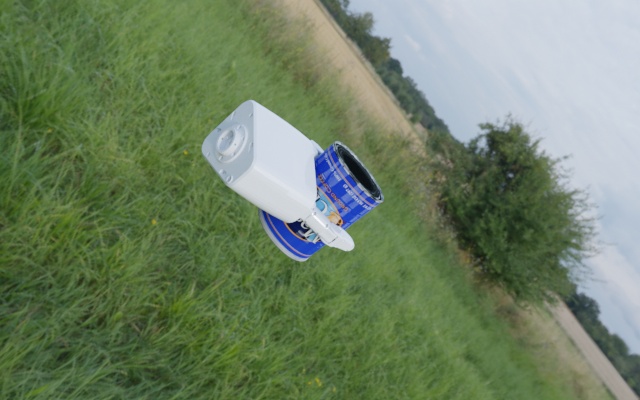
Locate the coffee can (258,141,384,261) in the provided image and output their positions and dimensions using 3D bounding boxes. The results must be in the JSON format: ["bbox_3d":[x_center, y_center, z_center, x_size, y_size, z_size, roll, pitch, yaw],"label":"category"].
[{"bbox_3d":[0.000,0.002,0.652,0.140,0.103,0.103,-39,-13,17],"label":"coffee can"}]
